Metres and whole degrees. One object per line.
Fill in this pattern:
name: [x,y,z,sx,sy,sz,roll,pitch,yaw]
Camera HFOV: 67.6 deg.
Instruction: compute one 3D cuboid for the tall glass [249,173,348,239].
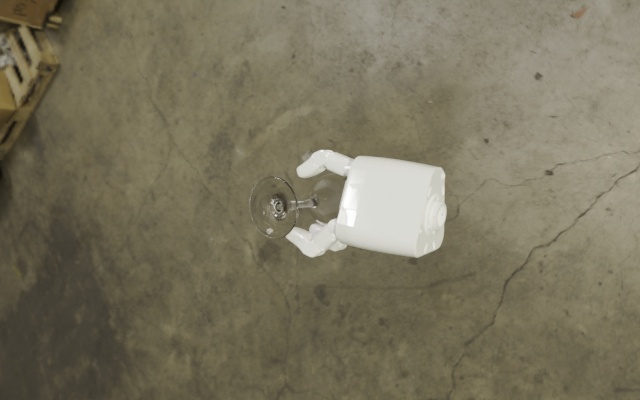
tall glass: [0.000,0.002,0.644,0.079,0.079,0.201,0,4,34]
